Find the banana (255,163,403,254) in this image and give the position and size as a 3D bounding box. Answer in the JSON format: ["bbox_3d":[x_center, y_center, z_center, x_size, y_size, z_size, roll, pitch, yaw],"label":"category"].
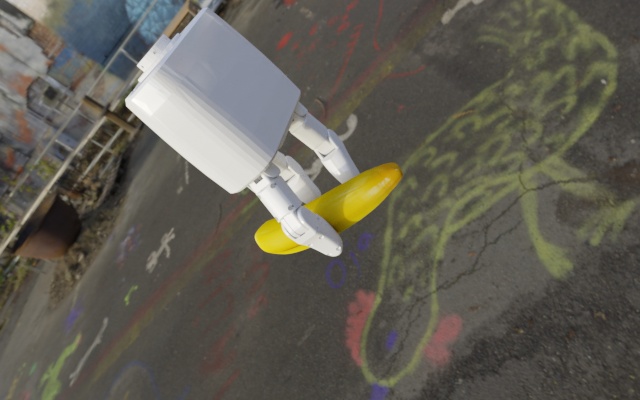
[{"bbox_3d":[-0.009,0.016,0.452,0.037,0.069,0.198,44,-39,-20],"label":"banana"}]
